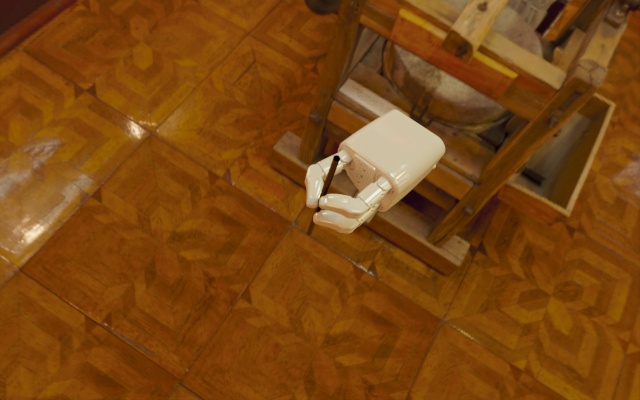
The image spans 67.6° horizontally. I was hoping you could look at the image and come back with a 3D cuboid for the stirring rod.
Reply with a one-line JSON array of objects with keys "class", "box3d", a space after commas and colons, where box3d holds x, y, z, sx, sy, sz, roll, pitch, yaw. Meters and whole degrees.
[{"class": "stirring rod", "box3d": [0.000, 0.002, 0.637, 0.011, 0.011, 0.240, 0, -24, -9]}]
